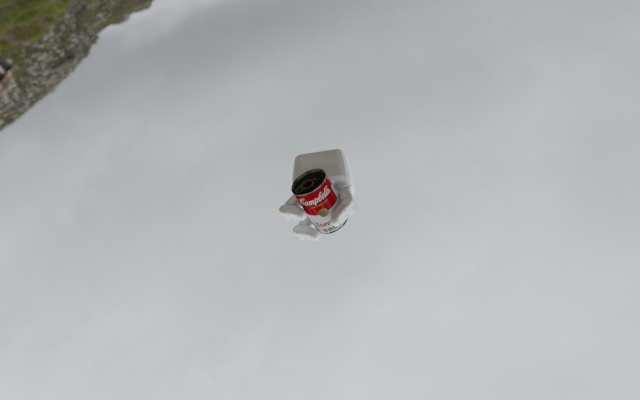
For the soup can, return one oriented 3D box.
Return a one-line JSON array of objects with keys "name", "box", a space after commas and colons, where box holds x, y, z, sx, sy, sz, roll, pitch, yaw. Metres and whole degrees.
[{"name": "soup can", "box": [0.000, 0.003, 0.859, 0.068, 0.102, 0.068, -20, 36, 15]}]
